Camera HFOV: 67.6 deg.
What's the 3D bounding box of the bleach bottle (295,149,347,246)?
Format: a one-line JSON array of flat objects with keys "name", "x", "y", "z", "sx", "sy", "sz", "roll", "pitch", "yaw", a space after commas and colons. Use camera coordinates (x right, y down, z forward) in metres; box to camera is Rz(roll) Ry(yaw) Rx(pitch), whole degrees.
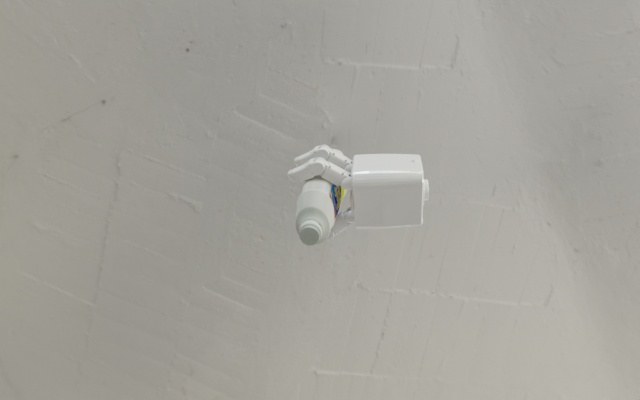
[{"name": "bleach bottle", "x": 0.000, "y": 0.002, "z": 0.758, "sx": 0.068, "sy": 0.103, "sz": 0.250, "roll": -1, "pitch": 25, "yaw": 8}]
